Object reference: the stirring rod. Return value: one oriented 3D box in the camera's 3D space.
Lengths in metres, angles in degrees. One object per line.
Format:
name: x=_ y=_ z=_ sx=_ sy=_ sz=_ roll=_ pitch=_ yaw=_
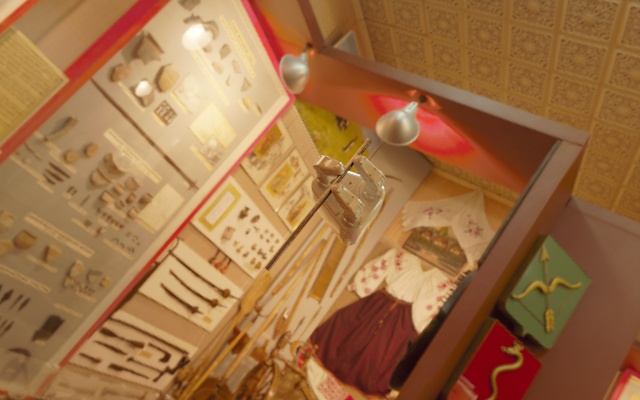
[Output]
stirring rod: x=0.000 y=0.002 z=0.674 sx=0.011 sy=0.239 sz=0.011 roll=36 pitch=-15 yaw=11
